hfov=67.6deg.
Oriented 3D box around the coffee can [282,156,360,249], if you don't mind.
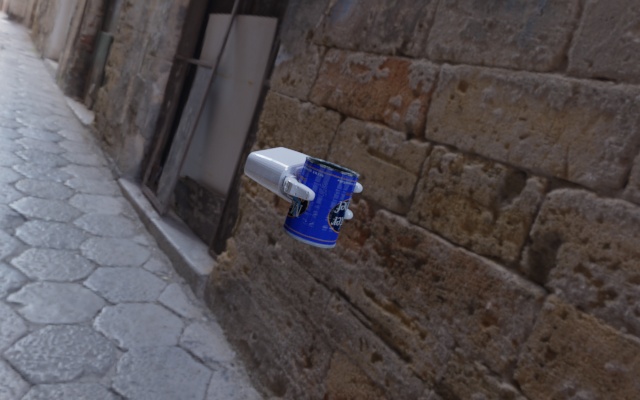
[{"bbox_3d":[0.000,0.003,0.868,0.103,0.140,0.103,18,10,-3],"label":"coffee can"}]
